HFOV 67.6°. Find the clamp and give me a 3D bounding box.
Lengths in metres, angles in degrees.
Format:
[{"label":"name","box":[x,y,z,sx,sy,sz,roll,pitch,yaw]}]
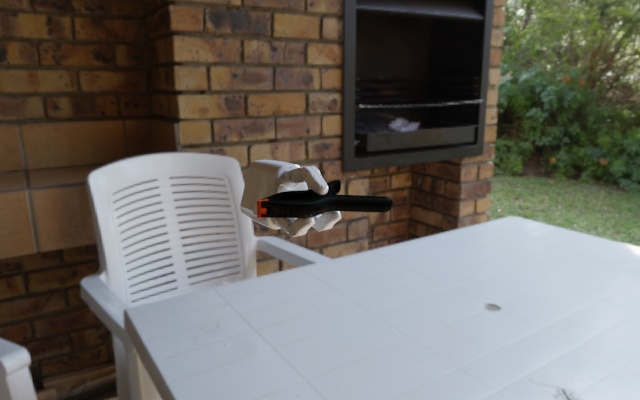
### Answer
[{"label":"clamp","box":[0.000,0.002,0.772,0.210,0.036,0.164,-10,17,-37]}]
